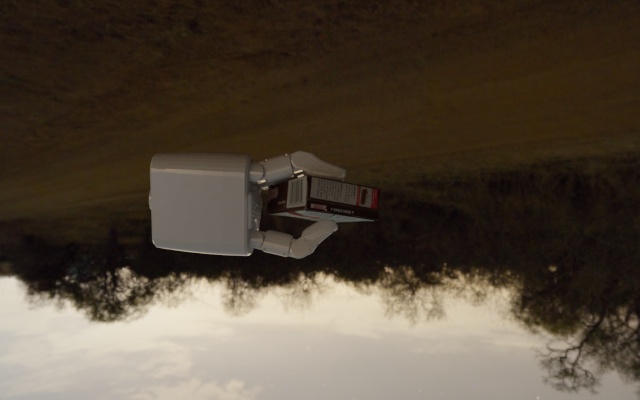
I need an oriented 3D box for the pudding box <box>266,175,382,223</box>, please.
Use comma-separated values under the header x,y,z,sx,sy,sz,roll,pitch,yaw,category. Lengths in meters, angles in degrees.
x,y,z,sx,sy,sz,roll,pitch,yaw,category
0.000,0.002,0.536,0.090,0.039,0.113,8,-6,-26,pudding box
